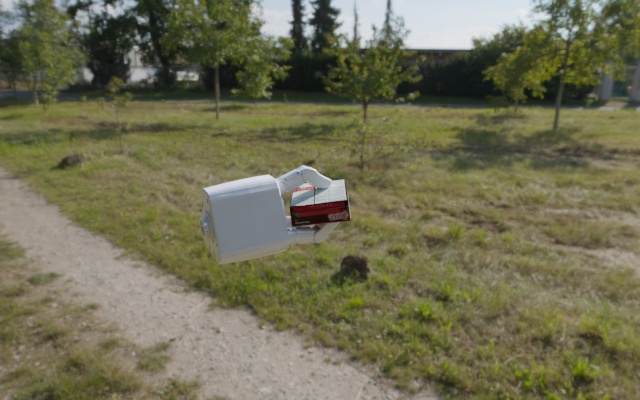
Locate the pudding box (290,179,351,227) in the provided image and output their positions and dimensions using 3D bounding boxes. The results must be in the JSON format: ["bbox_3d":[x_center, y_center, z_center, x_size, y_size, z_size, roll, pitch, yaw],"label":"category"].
[{"bbox_3d":[0.000,0.002,0.756,0.090,0.039,0.113,-5,21,3],"label":"pudding box"}]
